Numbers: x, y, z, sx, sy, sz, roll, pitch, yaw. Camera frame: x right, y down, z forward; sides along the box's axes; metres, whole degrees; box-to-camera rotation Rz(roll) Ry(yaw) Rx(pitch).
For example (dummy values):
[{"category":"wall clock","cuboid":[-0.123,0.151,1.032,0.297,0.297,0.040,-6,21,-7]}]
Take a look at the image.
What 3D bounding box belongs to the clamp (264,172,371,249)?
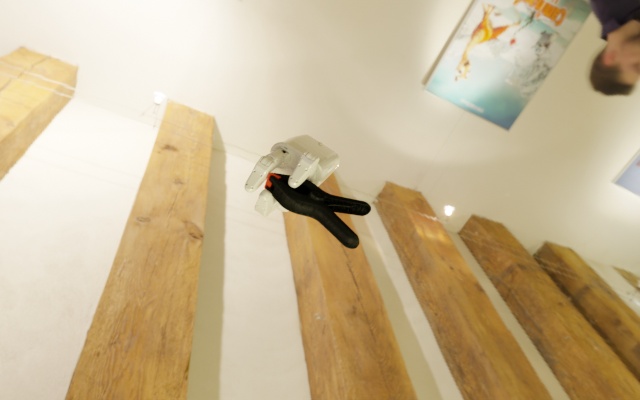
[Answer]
[{"category":"clamp","cuboid":[0.000,0.003,0.731,0.171,0.039,0.120,33,25,8]}]
